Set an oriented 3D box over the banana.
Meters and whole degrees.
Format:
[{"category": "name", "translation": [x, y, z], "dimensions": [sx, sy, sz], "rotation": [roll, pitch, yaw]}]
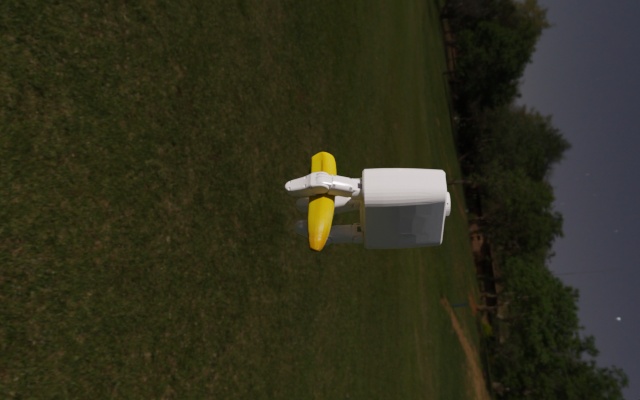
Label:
[{"category": "banana", "translation": [0.002, -0.015, 0.665], "dimensions": [0.037, 0.070, 0.197], "rotation": [5, 35, -3]}]
